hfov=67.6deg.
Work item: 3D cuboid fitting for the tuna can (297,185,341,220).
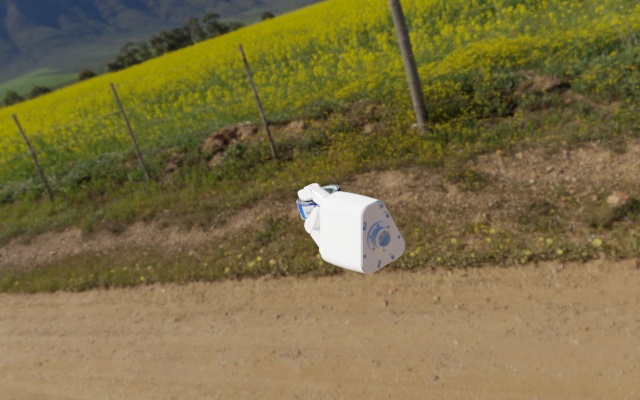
[{"bbox_3d":[0.000,0.002,0.876,0.086,0.034,0.086,-18,16,5],"label":"tuna can"}]
